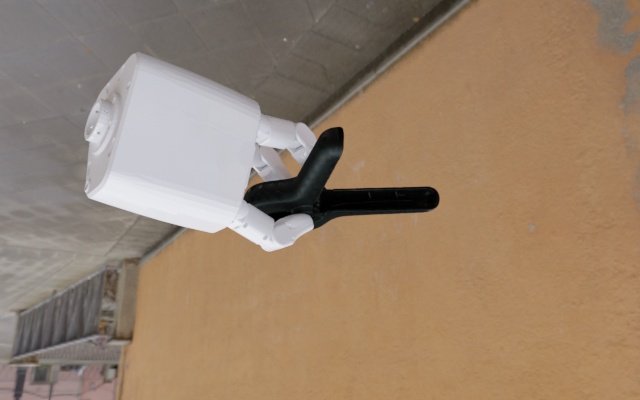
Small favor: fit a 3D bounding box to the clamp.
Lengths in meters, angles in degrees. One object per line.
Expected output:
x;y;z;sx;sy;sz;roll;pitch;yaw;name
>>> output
0.000;0.002;0.474;0.164;0.036;0.210;21;-31;-38;clamp
